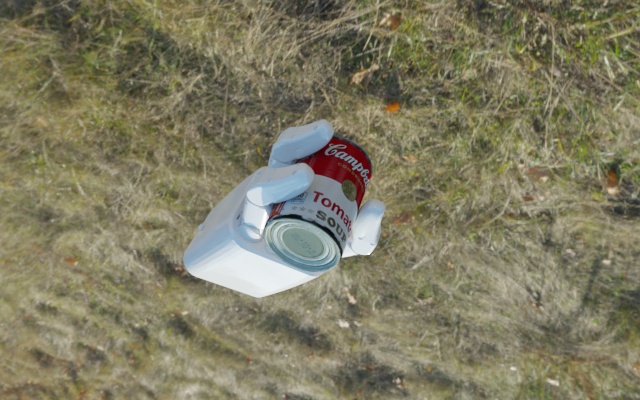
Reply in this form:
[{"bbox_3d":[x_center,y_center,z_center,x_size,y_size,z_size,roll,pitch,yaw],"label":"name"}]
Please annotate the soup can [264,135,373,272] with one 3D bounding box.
[{"bbox_3d":[0.000,0.001,0.409,0.068,0.068,0.102,0,44,25],"label":"soup can"}]
